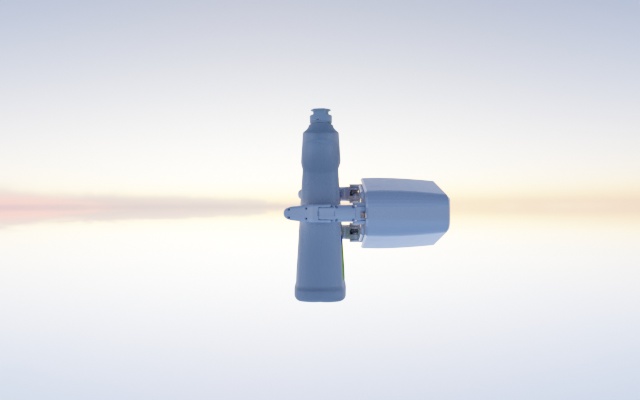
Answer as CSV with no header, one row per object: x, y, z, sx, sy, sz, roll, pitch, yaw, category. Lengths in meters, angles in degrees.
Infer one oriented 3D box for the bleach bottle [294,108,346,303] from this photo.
0.000,0.002,0.639,0.068,0.251,0.102,0,-1,1,bleach bottle
